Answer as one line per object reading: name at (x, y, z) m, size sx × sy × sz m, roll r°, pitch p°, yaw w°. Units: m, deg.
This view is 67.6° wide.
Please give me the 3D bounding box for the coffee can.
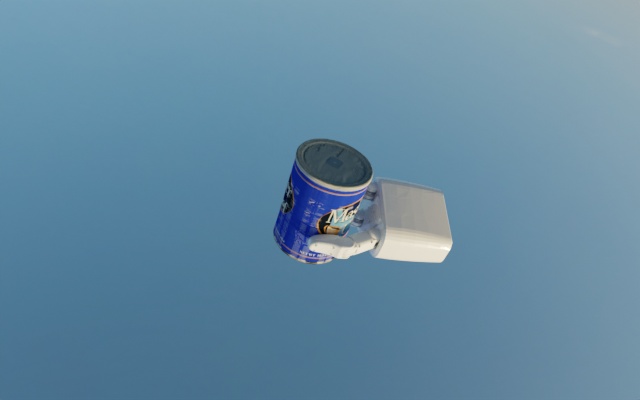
coffee can at (0.000, 0.002, 0.650) m, size 0.103 × 0.140 × 0.102 m, roll 12°, pitch 38°, yaw -10°
